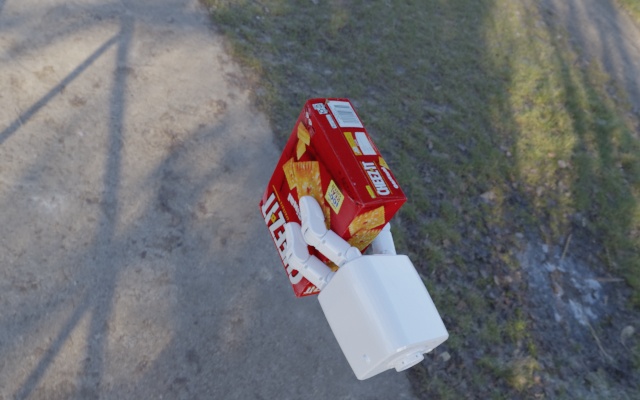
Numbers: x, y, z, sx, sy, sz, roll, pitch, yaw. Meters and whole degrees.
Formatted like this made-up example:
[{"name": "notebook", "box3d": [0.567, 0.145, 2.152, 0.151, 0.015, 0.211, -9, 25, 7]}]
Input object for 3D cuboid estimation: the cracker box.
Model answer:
[{"name": "cracker box", "box3d": [0.000, 0.002, 0.616, 0.072, 0.164, 0.214, -6, -34, -32]}]
